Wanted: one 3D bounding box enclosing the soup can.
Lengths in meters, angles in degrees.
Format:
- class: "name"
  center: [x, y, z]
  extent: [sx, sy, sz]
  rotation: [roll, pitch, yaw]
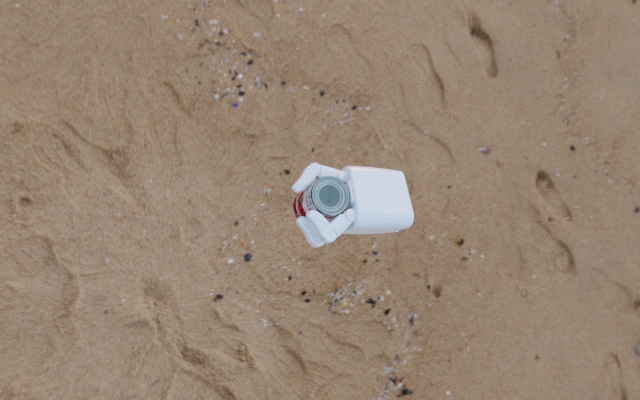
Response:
- class: "soup can"
  center: [0.000, 0.002, 0.805]
  extent: [0.068, 0.068, 0.102]
  rotation: [0, -12, -20]
